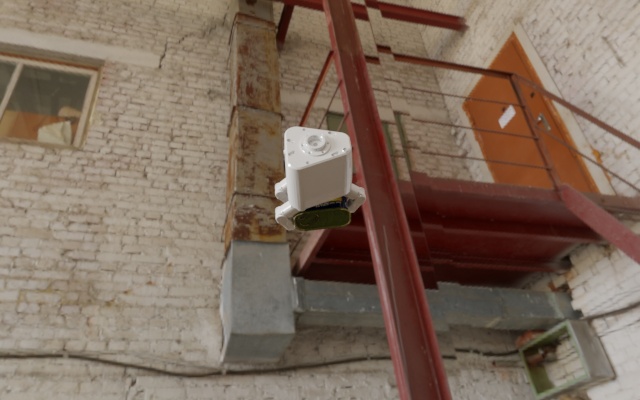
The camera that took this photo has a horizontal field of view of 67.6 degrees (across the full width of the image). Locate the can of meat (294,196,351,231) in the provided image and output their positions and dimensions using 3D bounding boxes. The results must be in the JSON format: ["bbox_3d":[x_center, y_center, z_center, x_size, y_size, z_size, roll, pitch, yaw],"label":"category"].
[{"bbox_3d":[0.000,0.003,0.875,0.102,0.084,0.057,-6,-35,0],"label":"can of meat"}]
